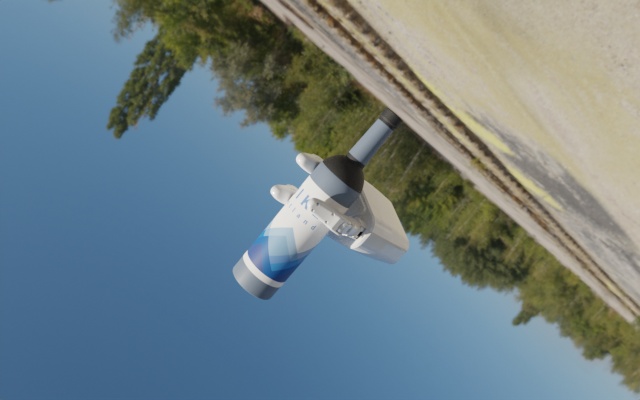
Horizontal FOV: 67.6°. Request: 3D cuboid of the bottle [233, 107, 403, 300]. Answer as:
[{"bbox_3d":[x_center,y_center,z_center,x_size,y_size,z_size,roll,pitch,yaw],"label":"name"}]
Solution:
[{"bbox_3d":[0.000,0.002,0.625,0.069,0.296,0.069,39,11,-9],"label":"bottle"}]
